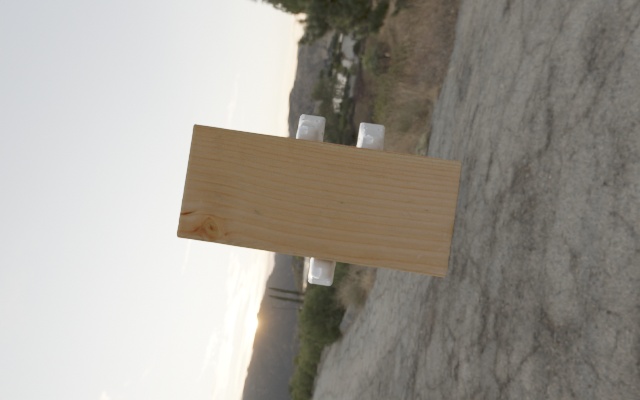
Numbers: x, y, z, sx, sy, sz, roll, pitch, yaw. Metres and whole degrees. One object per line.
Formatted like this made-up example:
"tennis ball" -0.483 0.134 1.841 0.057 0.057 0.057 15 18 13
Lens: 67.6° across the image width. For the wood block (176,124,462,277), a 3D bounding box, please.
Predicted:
"wood block" 0.000 0.002 0.402 0.206 0.091 0.090 8 -2 2
